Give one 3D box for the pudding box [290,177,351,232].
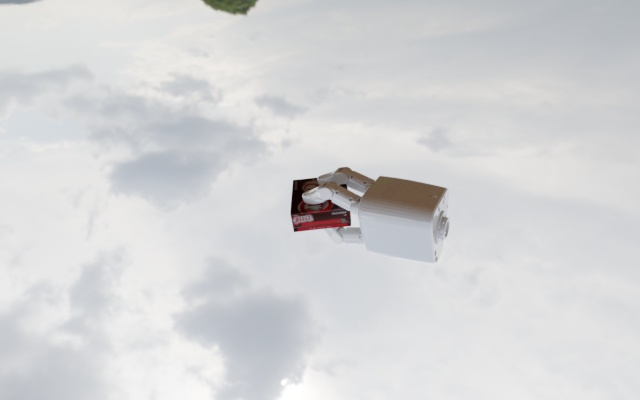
[{"bbox_3d":[0.000,0.003,0.756,0.090,0.039,0.113,-5,28,2],"label":"pudding box"}]
